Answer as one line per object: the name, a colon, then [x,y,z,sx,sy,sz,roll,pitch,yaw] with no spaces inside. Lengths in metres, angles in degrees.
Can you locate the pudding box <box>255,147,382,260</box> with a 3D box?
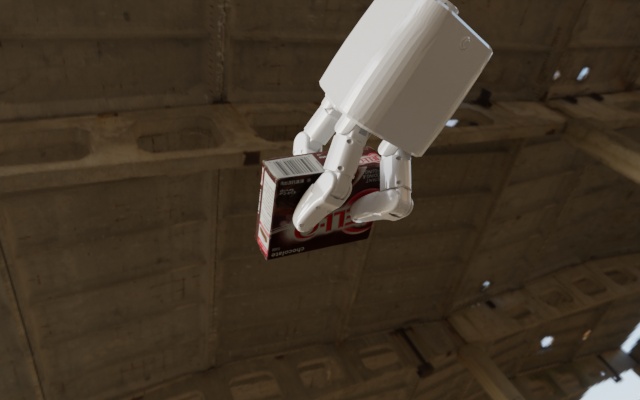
pudding box: [0.000,0.001,0.438,0.113,0.090,0.039,-8,39,-25]
